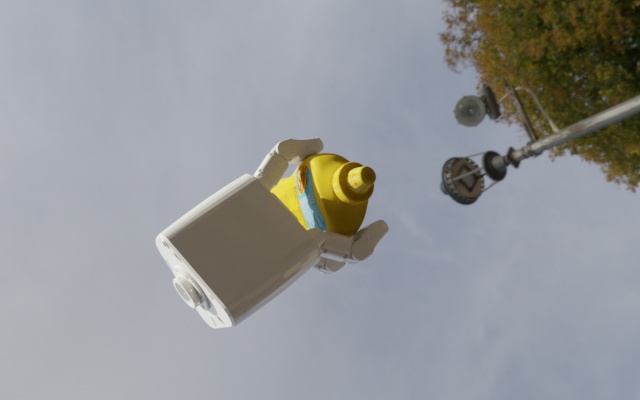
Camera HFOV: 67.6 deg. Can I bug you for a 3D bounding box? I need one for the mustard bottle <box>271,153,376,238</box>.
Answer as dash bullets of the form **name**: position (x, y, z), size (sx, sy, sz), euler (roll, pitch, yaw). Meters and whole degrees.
- **mustard bottle**: position (0.000, 0.002, 0.519), size (0.058, 0.096, 0.192), euler (-10, -10, -30)
